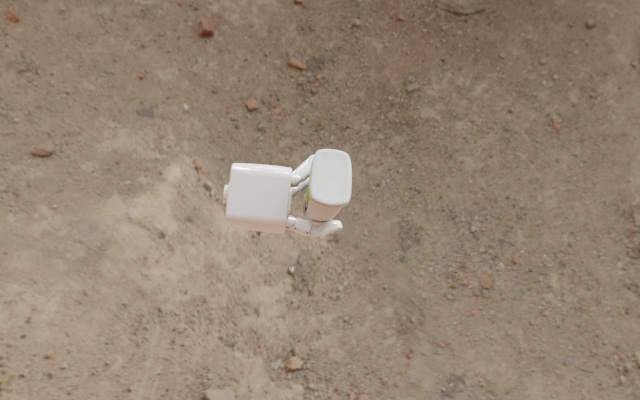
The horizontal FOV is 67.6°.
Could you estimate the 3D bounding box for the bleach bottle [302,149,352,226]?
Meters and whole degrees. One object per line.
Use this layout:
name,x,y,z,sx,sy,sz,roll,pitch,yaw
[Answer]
bleach bottle,0.000,0.003,0.870,0.068,0.102,0.251,6,-21,-6
